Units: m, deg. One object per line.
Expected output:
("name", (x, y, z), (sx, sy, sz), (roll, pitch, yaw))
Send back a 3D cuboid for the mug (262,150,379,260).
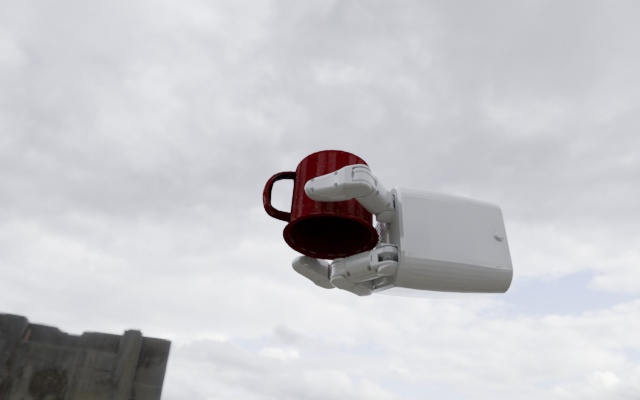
("mug", (-0.001, 0.001, 0.479), (0.117, 0.081, 0.093), (10, -34, -9))
